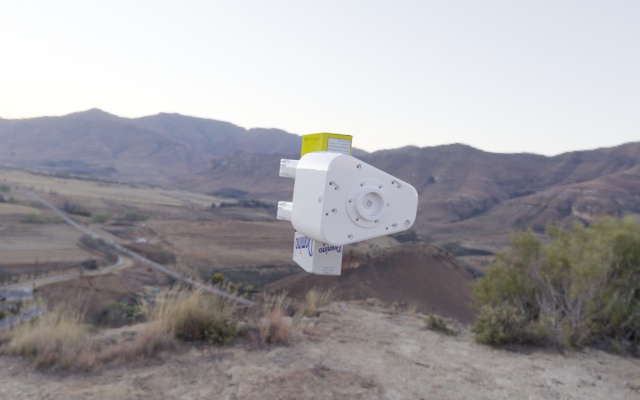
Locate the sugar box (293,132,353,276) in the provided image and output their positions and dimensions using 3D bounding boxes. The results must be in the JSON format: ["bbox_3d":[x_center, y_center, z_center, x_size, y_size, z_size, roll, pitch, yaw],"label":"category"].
[{"bbox_3d":[0.000,0.002,0.623,0.048,0.176,0.093,6,3,-19],"label":"sugar box"}]
